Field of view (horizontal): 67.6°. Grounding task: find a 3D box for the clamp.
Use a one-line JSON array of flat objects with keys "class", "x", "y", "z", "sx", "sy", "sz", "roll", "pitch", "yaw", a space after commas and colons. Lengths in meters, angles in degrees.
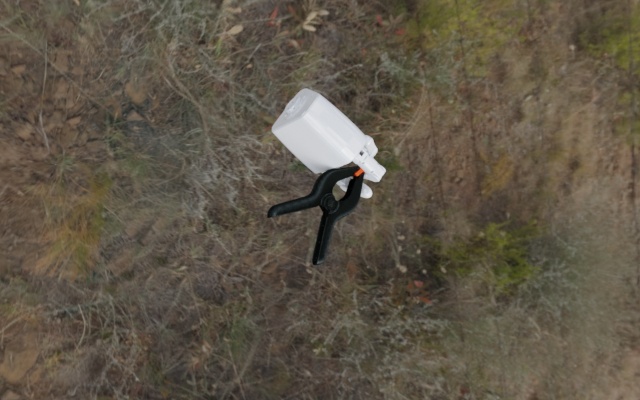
[{"class": "clamp", "x": 0.001, "y": 0.002, "z": 0.750, "sx": 0.120, "sy": 0.171, "sz": 0.039, "roll": 40, "pitch": -15, "yaw": -24}]
